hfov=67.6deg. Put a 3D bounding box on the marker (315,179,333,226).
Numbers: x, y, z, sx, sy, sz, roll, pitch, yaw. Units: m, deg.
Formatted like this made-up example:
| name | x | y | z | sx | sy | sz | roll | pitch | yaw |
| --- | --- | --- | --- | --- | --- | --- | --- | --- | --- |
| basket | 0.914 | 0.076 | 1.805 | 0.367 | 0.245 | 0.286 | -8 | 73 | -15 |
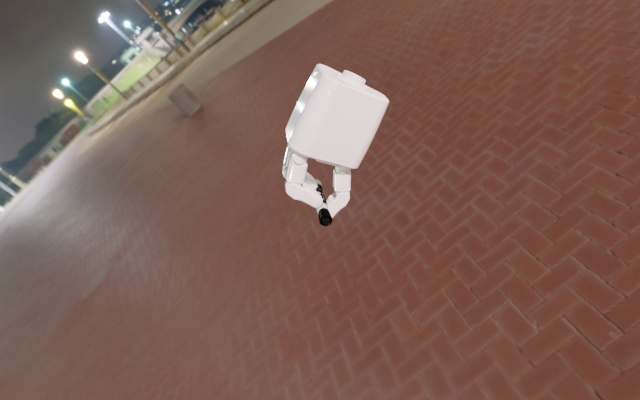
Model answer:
| name | x | y | z | sx | sy | sz | roll | pitch | yaw |
| --- | --- | --- | --- | --- | --- | --- | --- | --- | --- |
| marker | 0.000 | 0.002 | 0.707 | 0.020 | 0.020 | 0.121 | 0 | 27 | -9 |
